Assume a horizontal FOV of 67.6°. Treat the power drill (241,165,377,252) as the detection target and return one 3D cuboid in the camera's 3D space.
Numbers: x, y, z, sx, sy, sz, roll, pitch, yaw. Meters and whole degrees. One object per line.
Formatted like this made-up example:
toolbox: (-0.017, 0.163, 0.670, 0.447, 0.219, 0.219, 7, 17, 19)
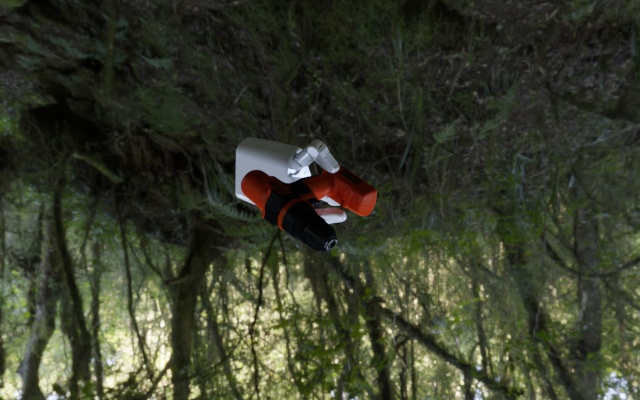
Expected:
power drill: (0.000, 0.002, 0.721, 0.187, 0.057, 0.184, -11, 40, -46)
